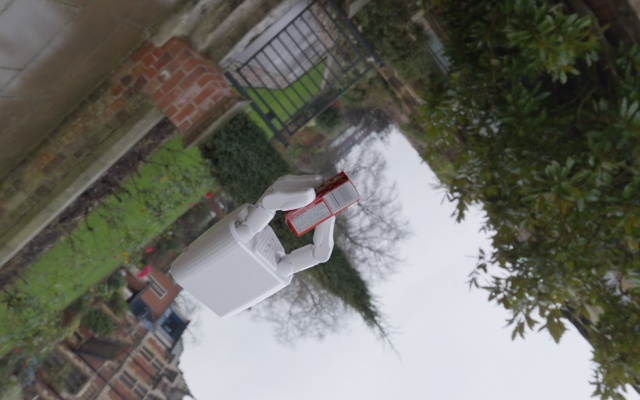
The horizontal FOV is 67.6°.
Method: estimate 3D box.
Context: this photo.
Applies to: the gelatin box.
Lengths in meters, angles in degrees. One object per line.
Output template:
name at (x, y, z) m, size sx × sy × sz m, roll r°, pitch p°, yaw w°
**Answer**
gelatin box at (0.001, 0.002, 0.577) m, size 0.089 × 0.030 × 0.073 m, roll -31°, pitch 11°, yaw 3°
